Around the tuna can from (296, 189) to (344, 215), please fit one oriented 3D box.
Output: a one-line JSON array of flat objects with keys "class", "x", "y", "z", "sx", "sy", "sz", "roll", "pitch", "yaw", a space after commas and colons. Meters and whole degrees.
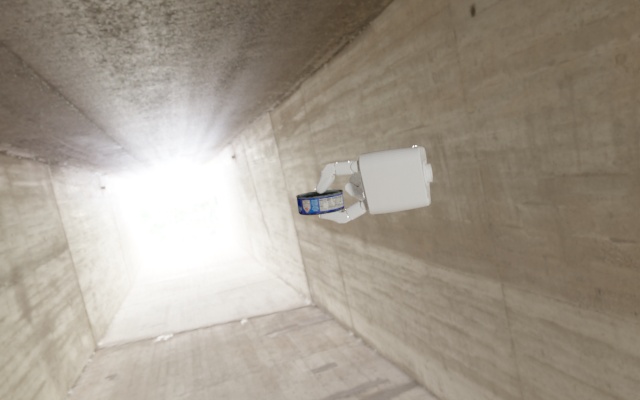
[{"class": "tuna can", "x": 0.000, "y": 0.003, "z": 0.867, "sx": 0.086, "sy": 0.034, "sz": 0.086, "roll": -7, "pitch": 7, "yaw": 1}]
